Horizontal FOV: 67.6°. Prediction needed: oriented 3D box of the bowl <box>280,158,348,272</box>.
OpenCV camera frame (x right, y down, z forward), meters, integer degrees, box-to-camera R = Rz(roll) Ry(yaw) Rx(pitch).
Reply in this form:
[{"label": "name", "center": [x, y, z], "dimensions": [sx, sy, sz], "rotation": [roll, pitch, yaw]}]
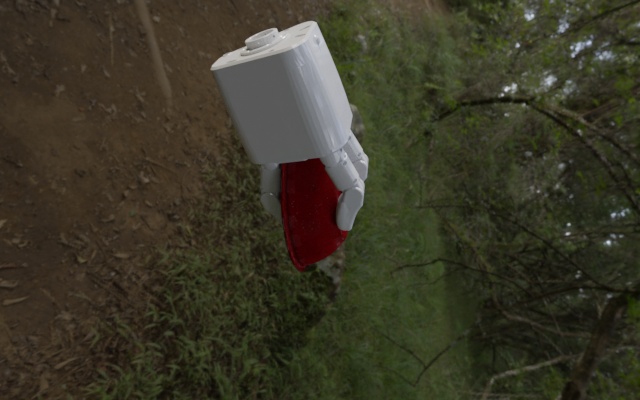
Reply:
[{"label": "bowl", "center": [0.001, 0.003, 0.561], "dimensions": [0.055, 0.162, 0.162], "rotation": [-3, -1, 11]}]
